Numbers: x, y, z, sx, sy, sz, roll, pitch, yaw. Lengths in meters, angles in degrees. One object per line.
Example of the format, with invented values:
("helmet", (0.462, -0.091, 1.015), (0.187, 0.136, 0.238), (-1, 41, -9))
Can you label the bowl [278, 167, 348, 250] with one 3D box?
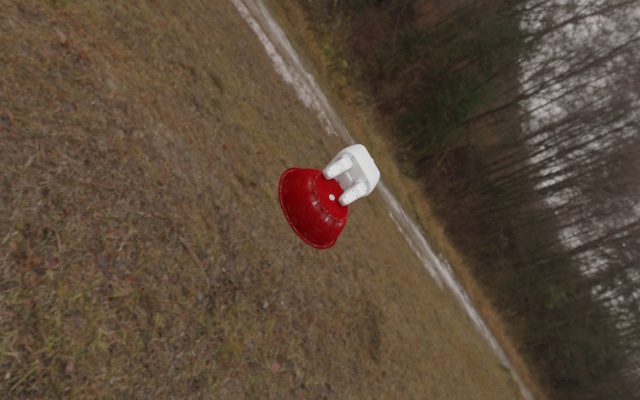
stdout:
("bowl", (0.000, 0.003, 0.848), (0.055, 0.162, 0.162), (-28, -16, 32))
